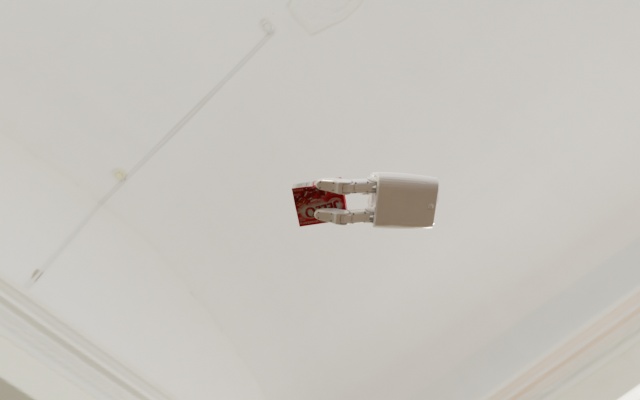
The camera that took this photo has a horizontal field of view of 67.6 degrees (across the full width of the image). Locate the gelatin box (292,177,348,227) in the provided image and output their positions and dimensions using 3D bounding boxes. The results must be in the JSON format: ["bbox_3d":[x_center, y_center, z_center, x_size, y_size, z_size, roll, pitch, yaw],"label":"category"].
[{"bbox_3d":[0.000,0.003,0.836,0.089,0.073,0.030,-8,20,8],"label":"gelatin box"}]
